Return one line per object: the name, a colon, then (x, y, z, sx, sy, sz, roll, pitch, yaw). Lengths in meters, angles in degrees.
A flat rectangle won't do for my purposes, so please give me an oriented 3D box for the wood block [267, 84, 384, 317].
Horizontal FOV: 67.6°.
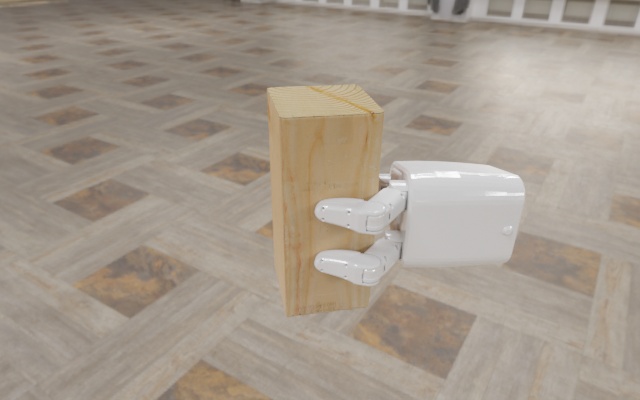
wood block: (0.000, 0.001, 0.467, 0.090, 0.206, 0.090, -5, 29, -10)
